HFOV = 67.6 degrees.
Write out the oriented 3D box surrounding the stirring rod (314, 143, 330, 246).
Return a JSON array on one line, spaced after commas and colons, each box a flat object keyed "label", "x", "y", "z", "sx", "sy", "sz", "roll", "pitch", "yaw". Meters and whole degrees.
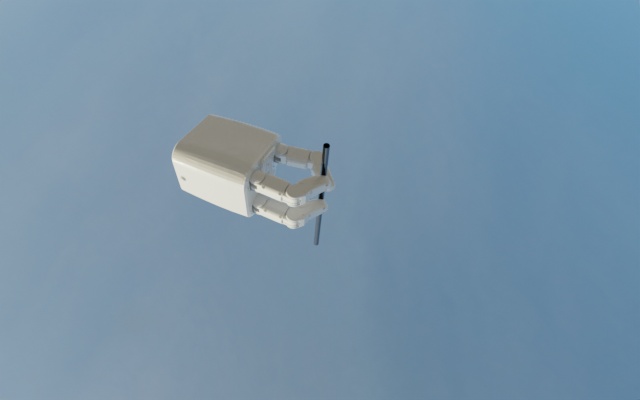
[{"label": "stirring rod", "x": 0.000, "y": 0.002, "z": 0.648, "sx": 0.011, "sy": 0.011, "sz": 0.240, "roll": 0, "pitch": -33, "yaw": -4}]
